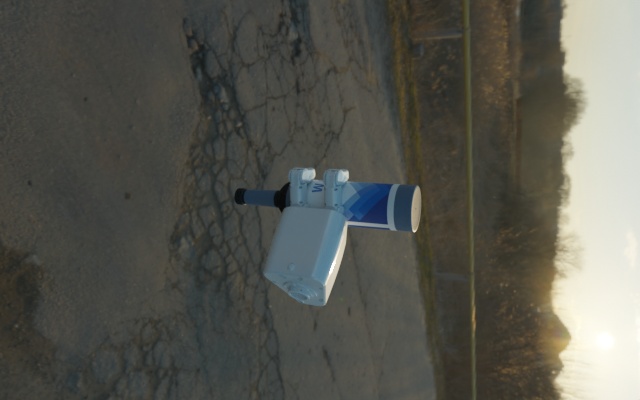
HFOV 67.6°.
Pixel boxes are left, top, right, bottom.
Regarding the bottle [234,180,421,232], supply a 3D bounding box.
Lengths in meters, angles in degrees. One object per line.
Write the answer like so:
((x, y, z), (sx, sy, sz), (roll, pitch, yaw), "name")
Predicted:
((0.000, 0.002, 0.731), (0.295, 0.069, 0.069), (4, 1, 23), "bottle")
